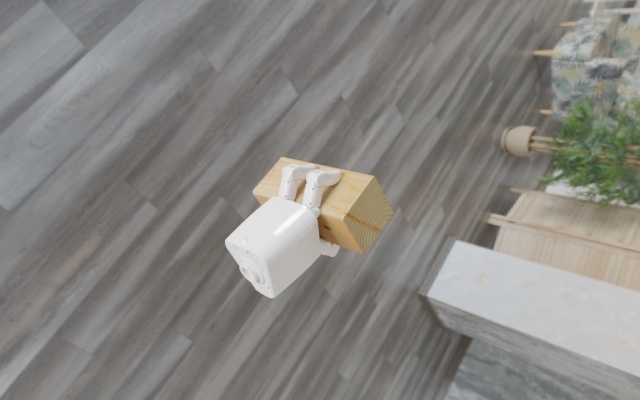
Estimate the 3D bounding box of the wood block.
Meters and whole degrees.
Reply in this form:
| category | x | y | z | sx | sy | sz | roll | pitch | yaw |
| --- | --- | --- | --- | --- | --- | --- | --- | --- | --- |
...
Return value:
| category | x | y | z | sx | sy | sz | roll | pitch | yaw |
| --- | --- | --- | --- | --- | --- | --- | --- | --- | --- |
| wood block | 0.000 | 0.003 | 0.781 | 0.206 | 0.090 | 0.091 | 16 | -31 | 42 |
